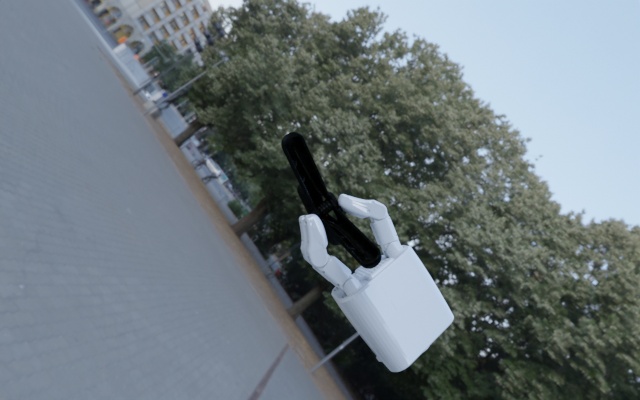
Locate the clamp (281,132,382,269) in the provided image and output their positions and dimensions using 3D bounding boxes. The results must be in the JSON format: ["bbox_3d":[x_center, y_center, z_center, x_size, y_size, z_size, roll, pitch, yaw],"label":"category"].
[{"bbox_3d":[0.001,0.002,0.579,0.036,0.164,0.210,-32,3,-7],"label":"clamp"}]
